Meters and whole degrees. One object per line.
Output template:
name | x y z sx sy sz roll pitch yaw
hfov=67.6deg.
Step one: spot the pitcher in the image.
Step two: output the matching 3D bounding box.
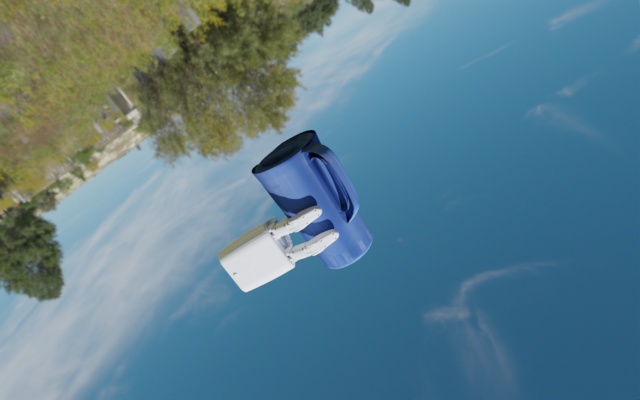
pitcher | 0.000 0.003 0.863 0.145 0.243 0.149 -31 20 8
